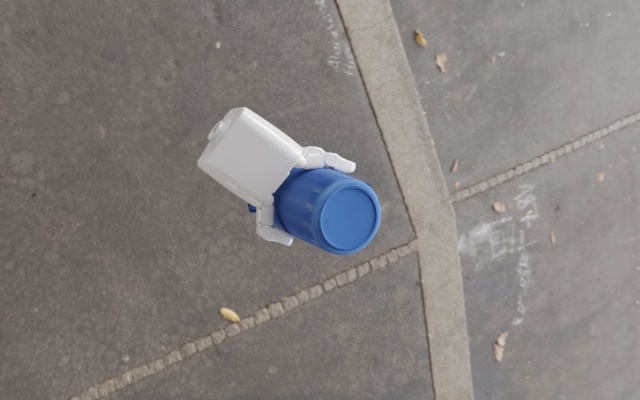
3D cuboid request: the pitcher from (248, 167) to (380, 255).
[{"bbox_3d":[0.000,0.002,0.757,0.145,0.149,0.243,35,-6,-25],"label":"pitcher"}]
